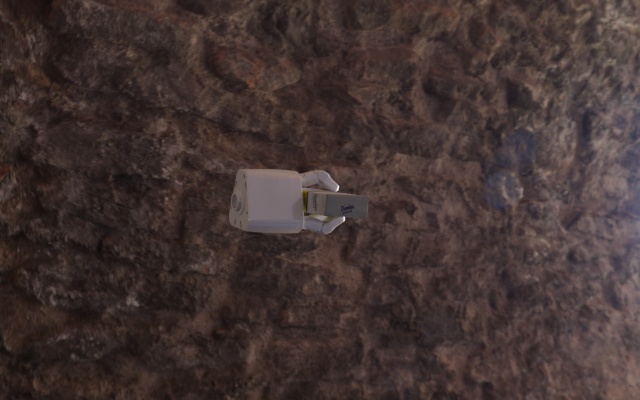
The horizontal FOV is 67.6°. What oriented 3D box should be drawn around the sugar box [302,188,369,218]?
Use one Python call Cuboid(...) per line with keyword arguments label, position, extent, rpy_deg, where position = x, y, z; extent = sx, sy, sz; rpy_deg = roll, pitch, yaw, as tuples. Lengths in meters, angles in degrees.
Cuboid(label="sugar box", position=(0.000, 0.003, 0.897), extent=(0.093, 0.048, 0.176), rpy_deg=(3, 6, -32))
